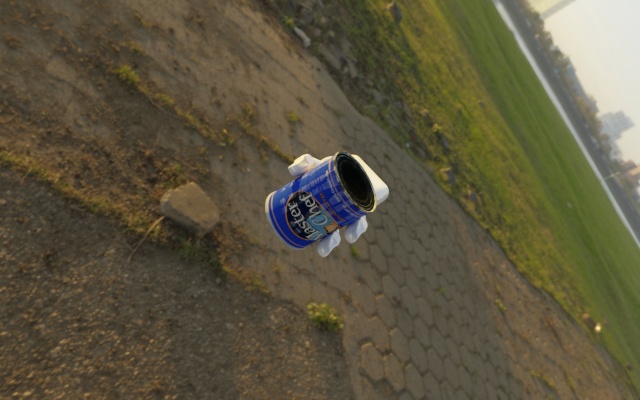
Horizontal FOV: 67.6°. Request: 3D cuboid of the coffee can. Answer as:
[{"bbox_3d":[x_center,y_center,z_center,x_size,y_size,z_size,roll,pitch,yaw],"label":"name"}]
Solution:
[{"bbox_3d":[0.000,0.002,0.734,0.140,0.102,0.103,-30,-15,28],"label":"coffee can"}]
